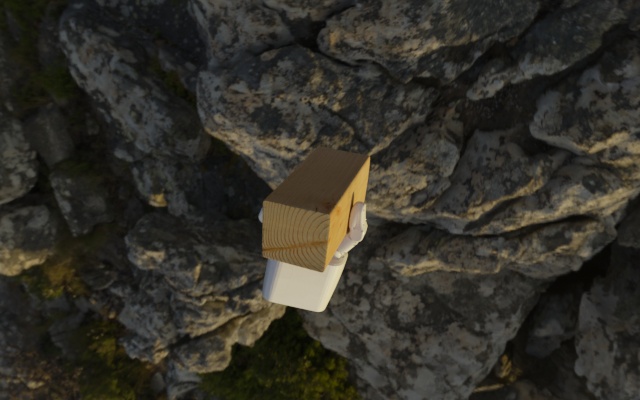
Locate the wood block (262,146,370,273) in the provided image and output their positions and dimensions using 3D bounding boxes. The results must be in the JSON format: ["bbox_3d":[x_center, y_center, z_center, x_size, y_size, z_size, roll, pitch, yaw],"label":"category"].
[{"bbox_3d":[0.000,0.003,0.690,0.091,0.090,0.206,13,29,14],"label":"wood block"}]
